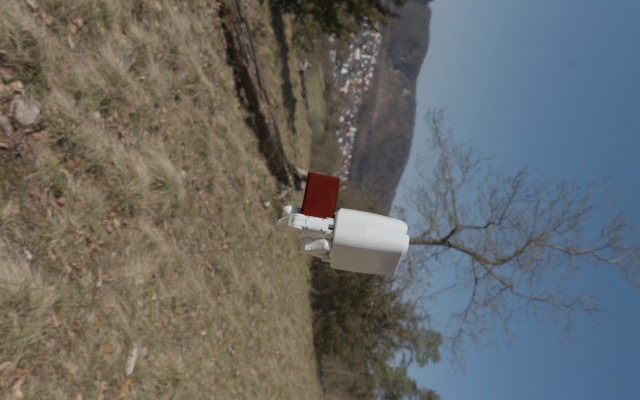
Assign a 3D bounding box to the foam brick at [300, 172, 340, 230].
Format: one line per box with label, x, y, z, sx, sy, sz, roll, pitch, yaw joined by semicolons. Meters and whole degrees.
foam brick;0.000;0.002;0.762;0.051;0.078;0.053;8;-15;5
